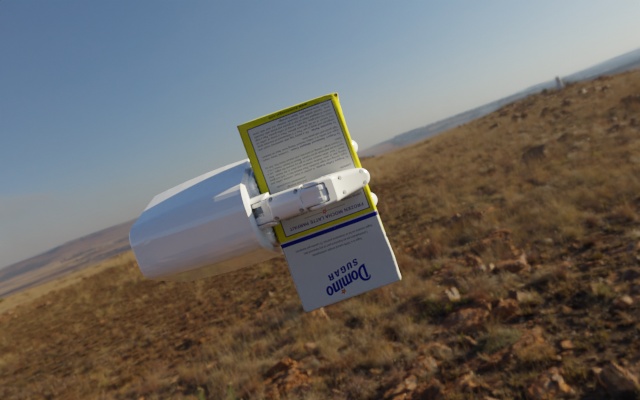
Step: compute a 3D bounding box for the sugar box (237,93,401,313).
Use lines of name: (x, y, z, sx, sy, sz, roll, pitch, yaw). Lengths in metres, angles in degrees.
sugar box: (0.000, 0.001, 0.433, 0.093, 0.176, 0.048, -19, 5, 3)
